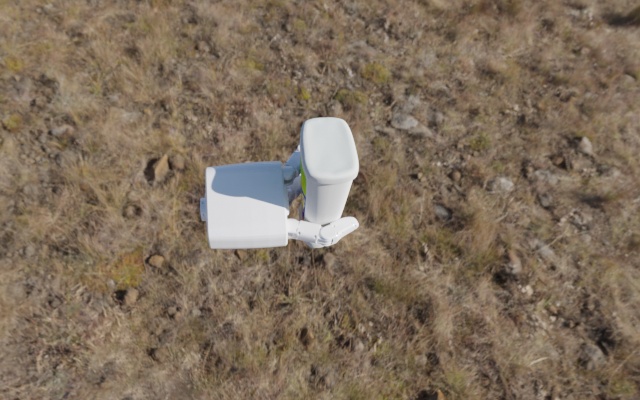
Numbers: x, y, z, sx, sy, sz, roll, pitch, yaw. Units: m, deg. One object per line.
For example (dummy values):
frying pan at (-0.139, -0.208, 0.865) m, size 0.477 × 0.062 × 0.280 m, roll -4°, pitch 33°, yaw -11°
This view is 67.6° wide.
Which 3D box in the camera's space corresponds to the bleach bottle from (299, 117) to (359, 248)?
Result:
bleach bottle at (0.000, 0.002, 0.680) m, size 0.068 × 0.102 × 0.251 m, roll -3°, pitch -34°, yaw -7°
